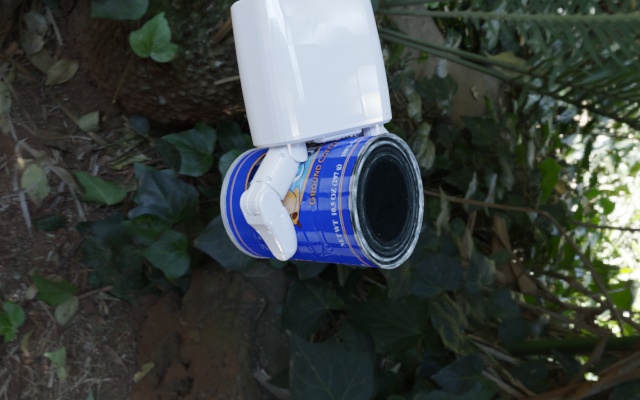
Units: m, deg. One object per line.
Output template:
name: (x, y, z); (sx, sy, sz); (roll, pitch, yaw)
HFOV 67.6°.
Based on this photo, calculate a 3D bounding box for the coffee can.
coffee can: (0.000, 0.002, 0.403); (0.140, 0.103, 0.103); (-1, -1, 40)
